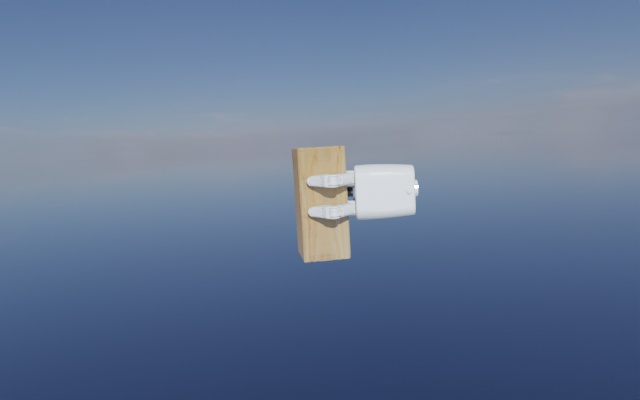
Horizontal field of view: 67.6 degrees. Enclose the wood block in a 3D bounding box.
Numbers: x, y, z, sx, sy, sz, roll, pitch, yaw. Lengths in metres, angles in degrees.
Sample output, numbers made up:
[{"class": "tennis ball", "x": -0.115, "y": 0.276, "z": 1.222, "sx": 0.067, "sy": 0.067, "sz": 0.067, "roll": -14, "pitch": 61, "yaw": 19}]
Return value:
[{"class": "wood block", "x": 0.000, "y": 0.003, "z": 0.898, "sx": 0.090, "sy": 0.206, "sz": 0.091, "roll": -4, "pitch": 7, "yaw": -8}]
